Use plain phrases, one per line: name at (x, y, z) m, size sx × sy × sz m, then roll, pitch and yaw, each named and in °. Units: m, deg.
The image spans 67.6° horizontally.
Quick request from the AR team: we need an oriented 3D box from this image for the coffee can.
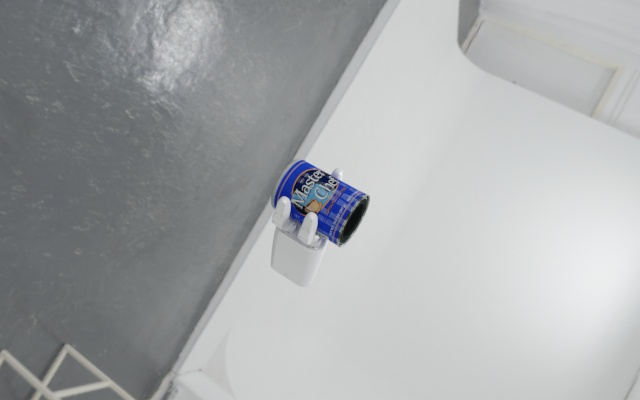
coffee can at (0.000, 0.002, 0.830) m, size 0.140 × 0.103 × 0.103 m, roll 30°, pitch 10°, yaw 18°
